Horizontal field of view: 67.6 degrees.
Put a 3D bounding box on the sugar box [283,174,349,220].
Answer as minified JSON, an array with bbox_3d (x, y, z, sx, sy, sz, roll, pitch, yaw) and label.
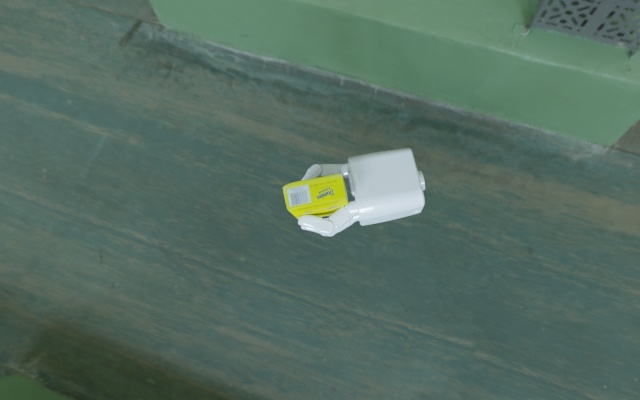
[{"bbox_3d":[0.000,0.003,0.791,0.093,0.048,0.176,-11,-13,5],"label":"sugar box"}]
